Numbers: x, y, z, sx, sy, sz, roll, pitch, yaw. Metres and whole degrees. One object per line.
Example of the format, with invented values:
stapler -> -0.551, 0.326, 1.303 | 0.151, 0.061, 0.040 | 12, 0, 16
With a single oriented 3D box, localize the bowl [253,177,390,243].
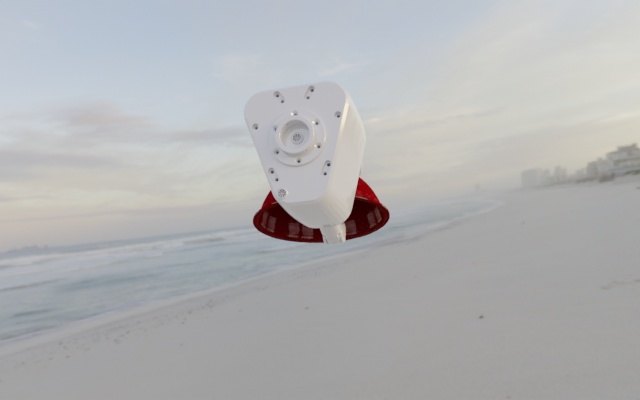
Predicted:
bowl -> 0.000, 0.002, 0.576 | 0.162, 0.055, 0.162 | -2, -23, -1
